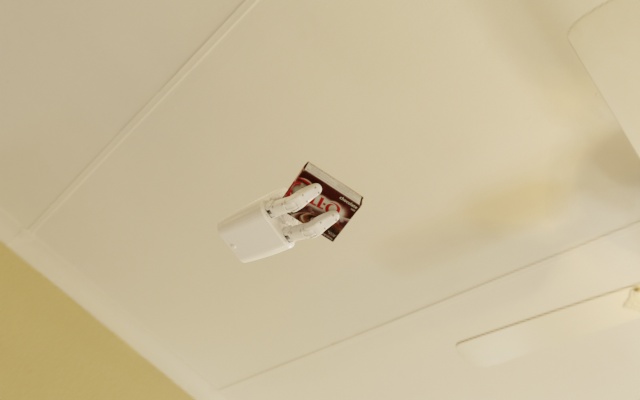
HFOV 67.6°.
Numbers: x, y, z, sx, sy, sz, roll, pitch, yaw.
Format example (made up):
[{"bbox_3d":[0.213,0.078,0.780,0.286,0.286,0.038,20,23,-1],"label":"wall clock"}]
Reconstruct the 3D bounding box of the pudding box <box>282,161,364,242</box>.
[{"bbox_3d":[0.000,0.003,0.789,0.113,0.090,0.039,31,34,-7],"label":"pudding box"}]
